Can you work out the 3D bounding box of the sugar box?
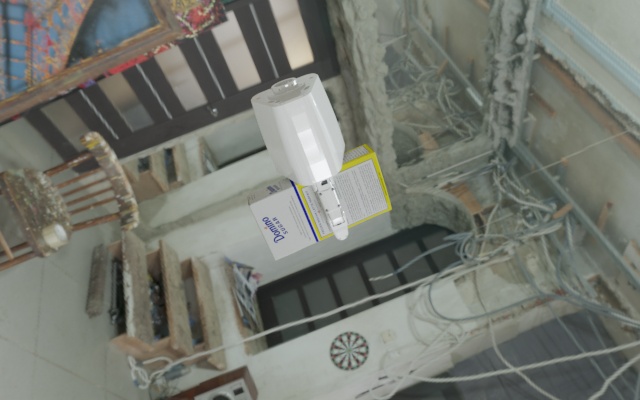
[{"bbox_3d":[0.000,0.002,0.642,0.176,0.093,0.048,-22,25,-1],"label":"sugar box"}]
